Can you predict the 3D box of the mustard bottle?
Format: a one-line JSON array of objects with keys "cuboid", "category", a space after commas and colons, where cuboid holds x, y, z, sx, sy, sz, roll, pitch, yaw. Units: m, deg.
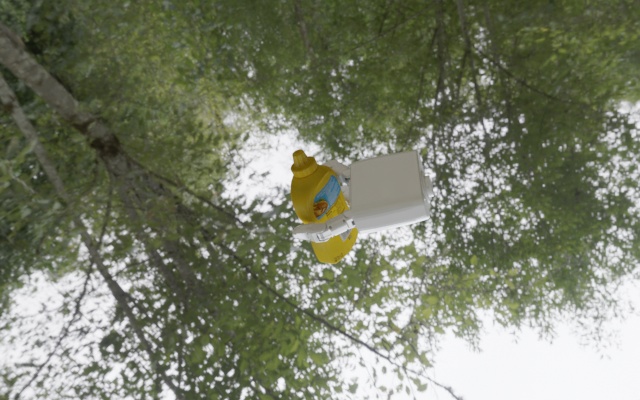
[{"cuboid": [0.000, 0.003, 0.756, 0.058, 0.192, 0.096, 4, 42, 37], "category": "mustard bottle"}]
